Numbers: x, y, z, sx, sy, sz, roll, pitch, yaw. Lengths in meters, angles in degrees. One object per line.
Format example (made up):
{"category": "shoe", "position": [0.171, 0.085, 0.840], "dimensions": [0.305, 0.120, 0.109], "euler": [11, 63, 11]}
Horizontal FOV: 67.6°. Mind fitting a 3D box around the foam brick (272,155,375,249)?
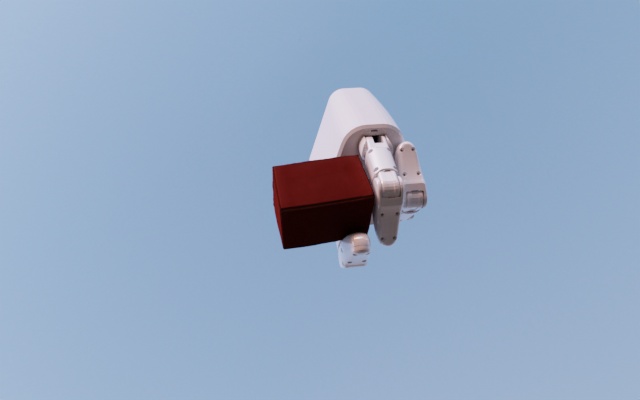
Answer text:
{"category": "foam brick", "position": [0.000, 0.001, 0.405], "dimensions": [0.078, 0.051, 0.053], "euler": [-9, -40, -11]}
